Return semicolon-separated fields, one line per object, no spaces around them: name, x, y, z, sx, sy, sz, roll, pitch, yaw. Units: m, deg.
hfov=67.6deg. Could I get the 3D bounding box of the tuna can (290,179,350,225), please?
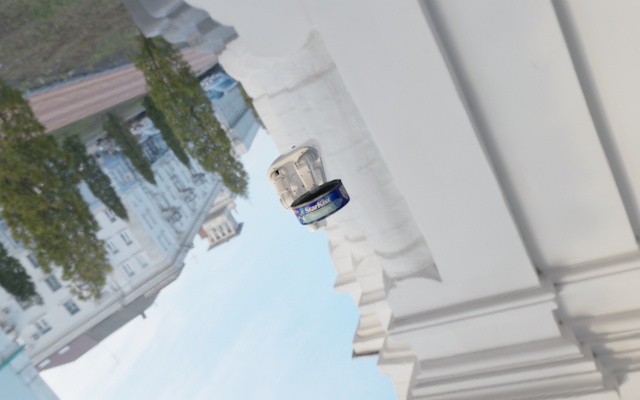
tuna can;0.000;0.003;0.711;0.086;0.034;0.086;-27;11;6
